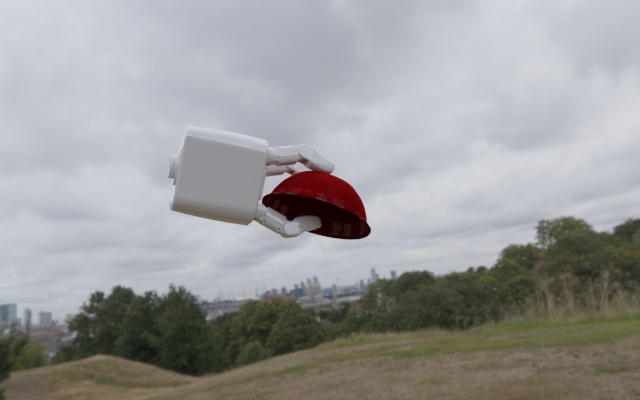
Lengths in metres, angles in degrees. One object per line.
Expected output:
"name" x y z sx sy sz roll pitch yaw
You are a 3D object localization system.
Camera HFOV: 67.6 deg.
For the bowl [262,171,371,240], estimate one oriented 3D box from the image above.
"bowl" 0.001 0.002 0.687 0.162 0.055 0.162 15 -20 6
